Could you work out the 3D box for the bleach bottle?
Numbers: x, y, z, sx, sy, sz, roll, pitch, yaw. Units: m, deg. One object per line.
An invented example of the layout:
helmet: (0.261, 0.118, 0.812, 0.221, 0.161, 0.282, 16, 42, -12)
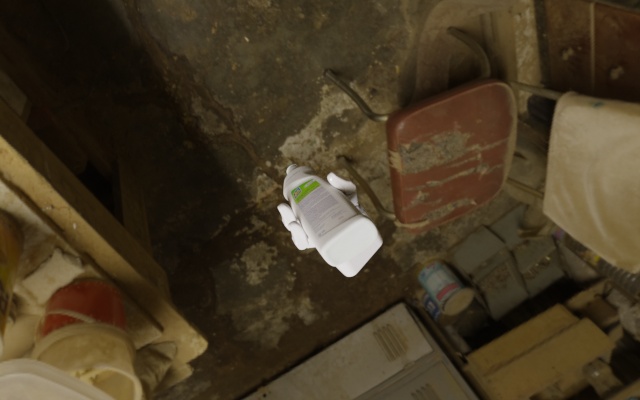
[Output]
bleach bottle: (0.000, 0.003, 0.857, 0.102, 0.068, 0.250, -35, 41, 0)
